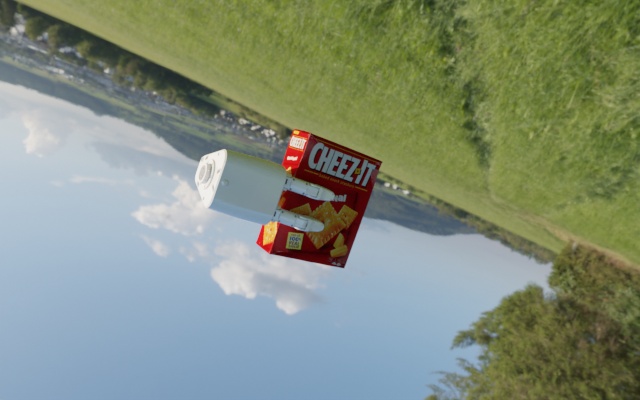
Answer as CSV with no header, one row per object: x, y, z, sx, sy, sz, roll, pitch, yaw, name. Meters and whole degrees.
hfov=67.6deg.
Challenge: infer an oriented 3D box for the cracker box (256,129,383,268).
0.000,0.003,0.847,0.164,0.214,0.072,17,5,-32,cracker box
